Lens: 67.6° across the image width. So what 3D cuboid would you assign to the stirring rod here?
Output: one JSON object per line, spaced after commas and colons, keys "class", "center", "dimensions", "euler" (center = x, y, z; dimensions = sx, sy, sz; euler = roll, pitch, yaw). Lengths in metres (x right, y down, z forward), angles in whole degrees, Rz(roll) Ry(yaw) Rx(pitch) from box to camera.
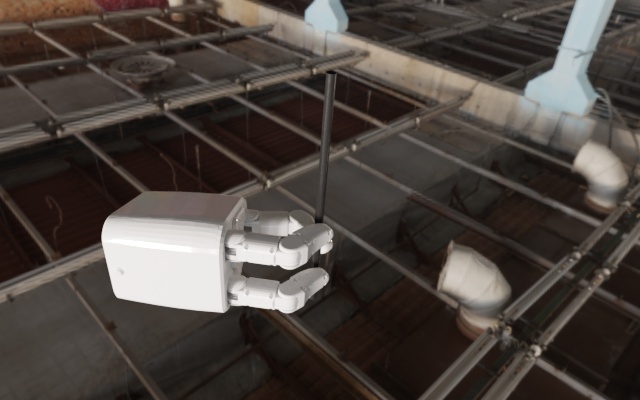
{"class": "stirring rod", "center": [0.000, 0.001, 0.434], "dimensions": [0.011, 0.240, 0.011], "euler": [3, 34, -2]}
